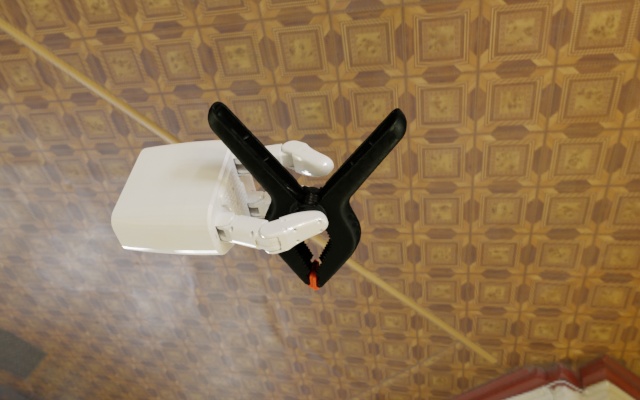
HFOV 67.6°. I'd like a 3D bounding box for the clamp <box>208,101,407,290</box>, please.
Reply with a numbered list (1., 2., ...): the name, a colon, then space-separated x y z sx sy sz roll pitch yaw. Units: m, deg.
1. clamp: 0.000 0.002 0.440 0.164 0.210 0.036 -1 37 14
